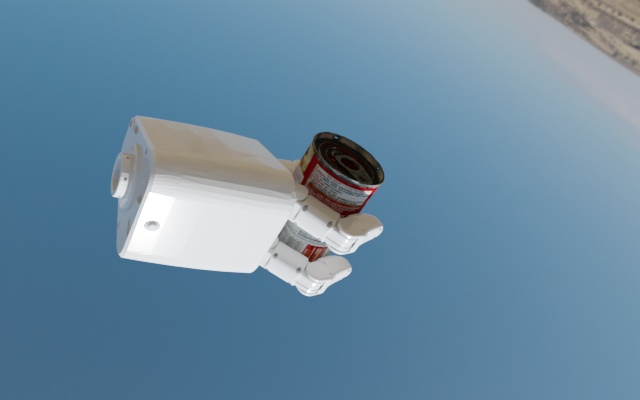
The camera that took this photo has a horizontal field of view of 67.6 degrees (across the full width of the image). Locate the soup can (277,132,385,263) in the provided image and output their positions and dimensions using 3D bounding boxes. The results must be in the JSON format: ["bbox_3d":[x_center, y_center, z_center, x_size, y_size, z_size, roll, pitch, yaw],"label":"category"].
[{"bbox_3d":[0.000,0.002,0.417,0.068,0.102,0.068,24,32,-16],"label":"soup can"}]
